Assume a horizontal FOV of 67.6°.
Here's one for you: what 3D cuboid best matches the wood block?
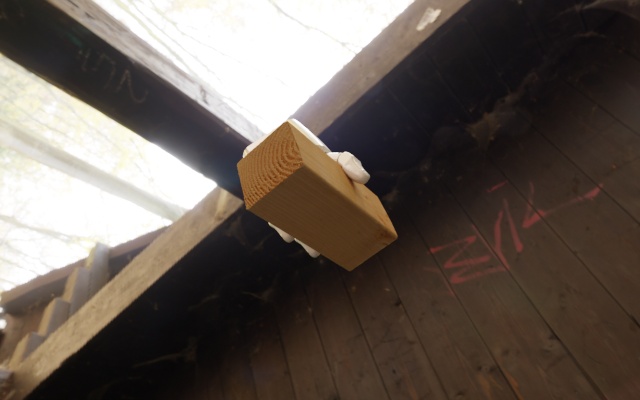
[{"bbox_3d":[0.000,0.002,0.630,0.091,0.090,0.206,-38,-46,18],"label":"wood block"}]
